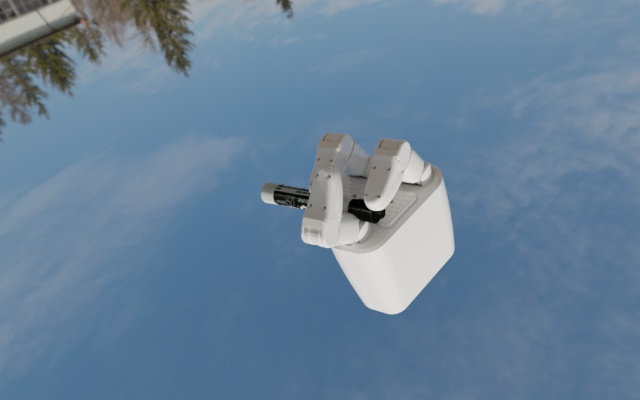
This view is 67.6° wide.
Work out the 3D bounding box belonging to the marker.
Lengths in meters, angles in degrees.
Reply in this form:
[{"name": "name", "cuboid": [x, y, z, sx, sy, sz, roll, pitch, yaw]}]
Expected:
[{"name": "marker", "cuboid": [0.000, 0.001, 0.406, 0.121, 0.020, 0.020, 10, 6, 34]}]
